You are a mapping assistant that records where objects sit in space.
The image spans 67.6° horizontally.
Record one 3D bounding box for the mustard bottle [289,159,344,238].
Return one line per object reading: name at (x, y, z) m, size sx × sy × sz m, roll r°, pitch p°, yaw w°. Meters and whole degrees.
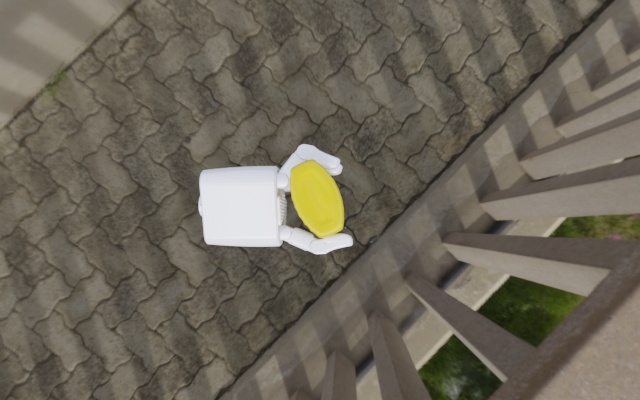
mustard bottle at (0.000, 0.002, 0.668) m, size 0.058 × 0.096 × 0.191 m, roll -25°, pitch -4°, yaw 2°
